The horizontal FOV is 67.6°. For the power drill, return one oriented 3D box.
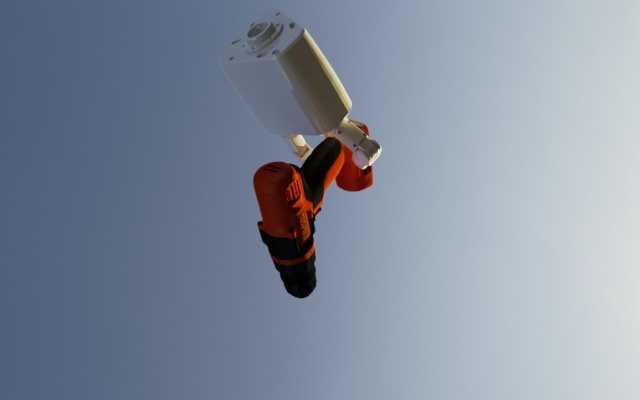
[{"bbox_3d":[0.000,0.001,0.572,0.057,0.185,0.187,14,43,27],"label":"power drill"}]
